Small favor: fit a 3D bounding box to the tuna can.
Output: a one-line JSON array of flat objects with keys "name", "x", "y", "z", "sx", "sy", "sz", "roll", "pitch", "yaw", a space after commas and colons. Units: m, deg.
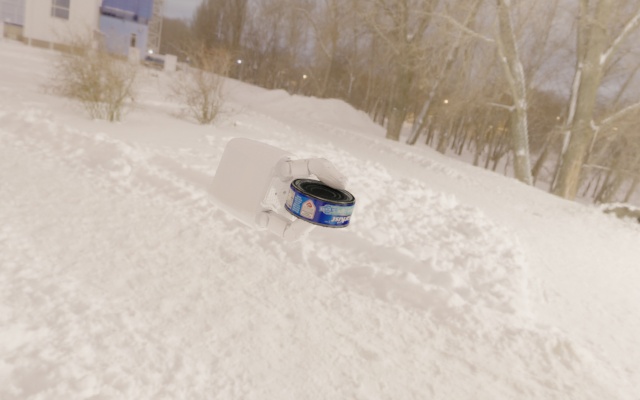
[{"name": "tuna can", "x": 0.000, "y": 0.001, "z": 0.598, "sx": 0.086, "sy": 0.034, "sz": 0.086, "roll": 15, "pitch": 16, "yaw": -4}]
